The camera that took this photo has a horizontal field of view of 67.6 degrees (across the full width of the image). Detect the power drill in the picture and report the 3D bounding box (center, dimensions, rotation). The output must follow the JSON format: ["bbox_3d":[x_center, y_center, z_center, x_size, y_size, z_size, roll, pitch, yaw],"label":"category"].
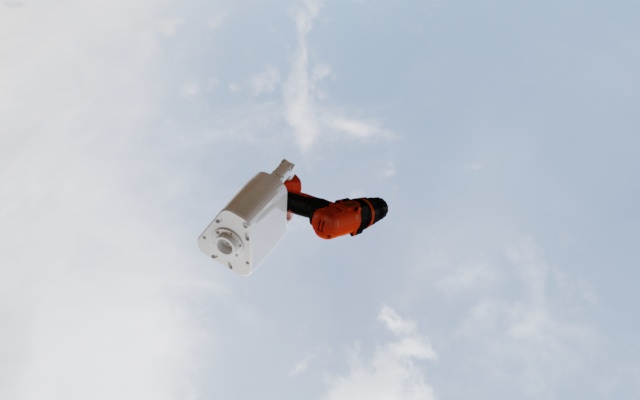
[{"bbox_3d":[0.000,0.003,0.786,0.187,0.057,0.184,19,16,32],"label":"power drill"}]
